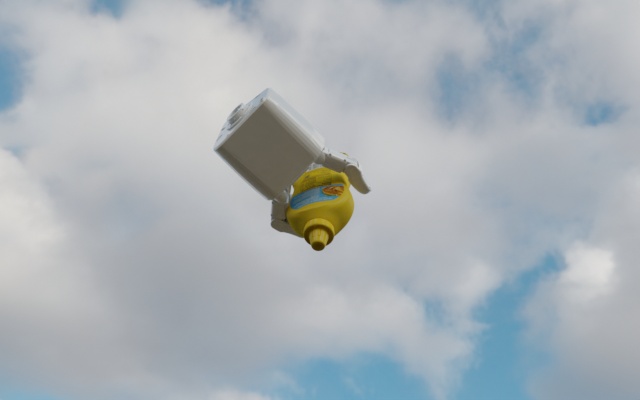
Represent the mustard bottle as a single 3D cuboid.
[{"bbox_3d":[0.000,0.002,0.683,0.096,0.058,0.191,-14,33,12],"label":"mustard bottle"}]
